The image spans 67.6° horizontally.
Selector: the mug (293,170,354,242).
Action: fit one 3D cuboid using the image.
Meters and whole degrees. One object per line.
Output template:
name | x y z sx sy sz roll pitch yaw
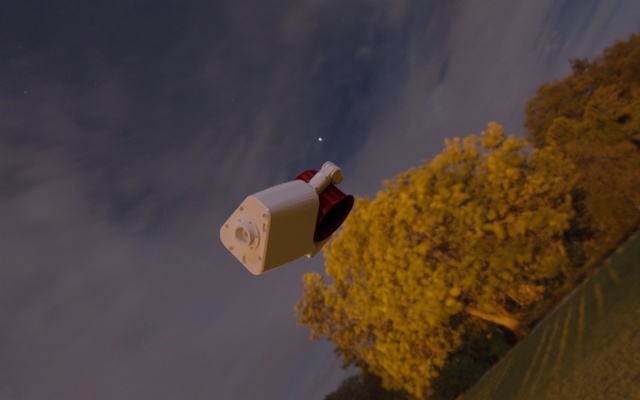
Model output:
mug | 0.001 0.002 0.770 0.081 0.093 0.117 40 32 21
